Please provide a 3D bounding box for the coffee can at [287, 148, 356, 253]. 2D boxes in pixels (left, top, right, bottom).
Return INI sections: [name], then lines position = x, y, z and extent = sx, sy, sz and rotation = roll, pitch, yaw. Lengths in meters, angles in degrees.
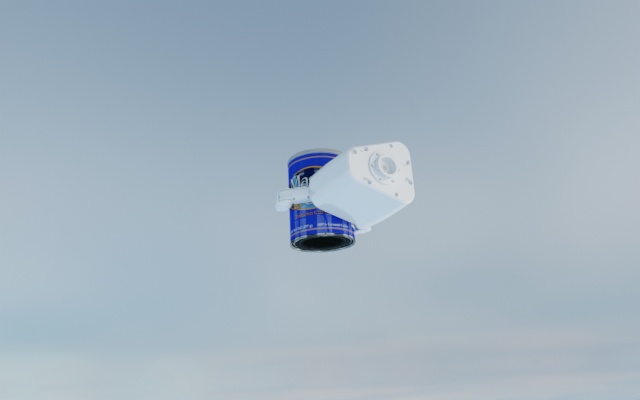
[coffee can]
position = 0.000, 0.002, 0.760
extent = 0.103, 0.140, 0.103
rotation = -3, -20, -1
